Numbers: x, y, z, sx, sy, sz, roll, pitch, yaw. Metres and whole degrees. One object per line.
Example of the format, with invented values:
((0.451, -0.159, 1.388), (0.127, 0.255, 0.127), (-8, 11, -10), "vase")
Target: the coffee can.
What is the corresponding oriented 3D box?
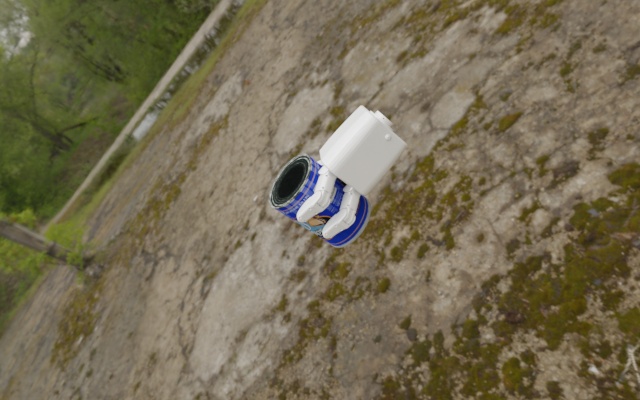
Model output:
((0.000, 0.003, 0.797), (0.140, 0.102, 0.103), (34, -18, -29), "coffee can")
